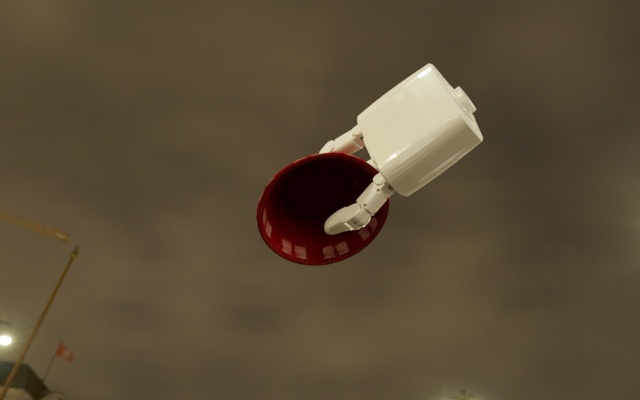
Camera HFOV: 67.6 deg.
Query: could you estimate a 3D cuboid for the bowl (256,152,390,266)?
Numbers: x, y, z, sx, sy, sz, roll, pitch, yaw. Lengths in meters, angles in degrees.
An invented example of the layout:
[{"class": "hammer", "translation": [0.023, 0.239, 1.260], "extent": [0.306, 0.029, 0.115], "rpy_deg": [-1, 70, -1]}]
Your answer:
[{"class": "bowl", "translation": [-0.001, 0.002, 0.590], "extent": [0.162, 0.162, 0.055], "rpy_deg": [0, 32, -14]}]
